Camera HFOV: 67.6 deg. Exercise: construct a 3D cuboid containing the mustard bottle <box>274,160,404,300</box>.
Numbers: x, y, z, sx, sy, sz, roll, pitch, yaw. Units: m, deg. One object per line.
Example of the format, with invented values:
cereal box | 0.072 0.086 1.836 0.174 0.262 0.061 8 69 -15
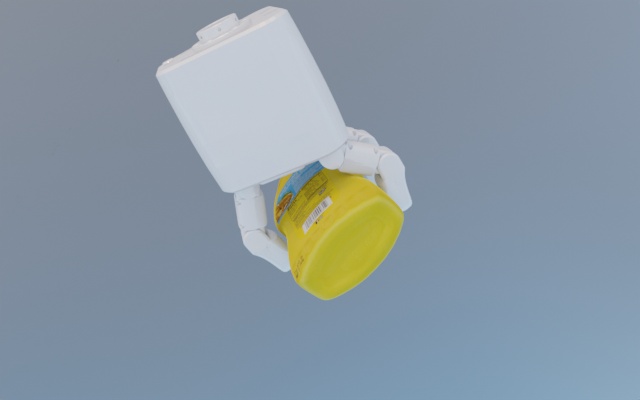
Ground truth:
mustard bottle | 0.000 0.002 0.438 0.058 0.096 0.191 36 10 -26
